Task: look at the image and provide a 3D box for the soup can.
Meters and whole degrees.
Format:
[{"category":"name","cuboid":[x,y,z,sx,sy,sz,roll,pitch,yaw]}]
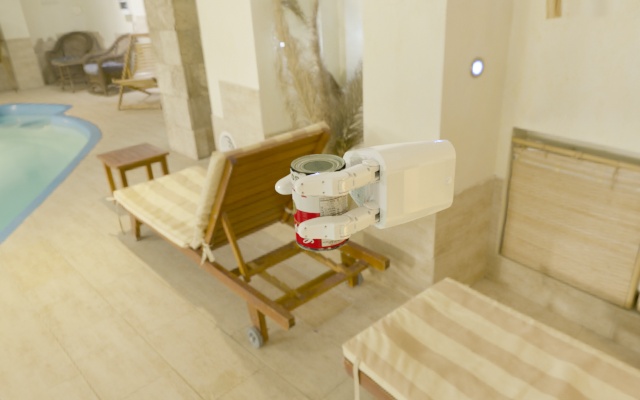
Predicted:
[{"category":"soup can","cuboid":[0.000,0.002,0.583,0.068,0.102,0.068,-3,24,1]}]
